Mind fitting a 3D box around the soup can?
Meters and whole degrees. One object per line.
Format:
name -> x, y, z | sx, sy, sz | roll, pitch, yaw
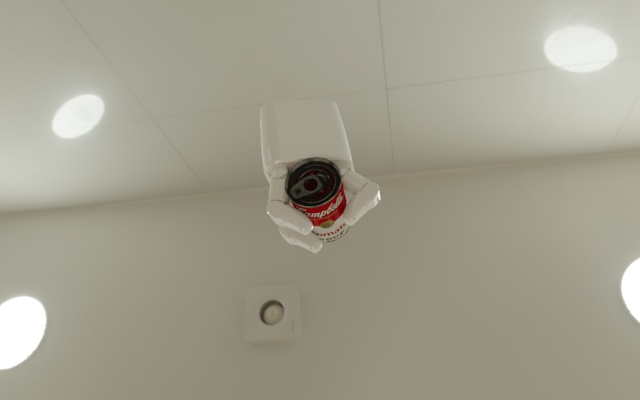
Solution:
soup can -> 0.000, 0.002, 0.597 | 0.068, 0.068, 0.102 | 0, -29, 12
